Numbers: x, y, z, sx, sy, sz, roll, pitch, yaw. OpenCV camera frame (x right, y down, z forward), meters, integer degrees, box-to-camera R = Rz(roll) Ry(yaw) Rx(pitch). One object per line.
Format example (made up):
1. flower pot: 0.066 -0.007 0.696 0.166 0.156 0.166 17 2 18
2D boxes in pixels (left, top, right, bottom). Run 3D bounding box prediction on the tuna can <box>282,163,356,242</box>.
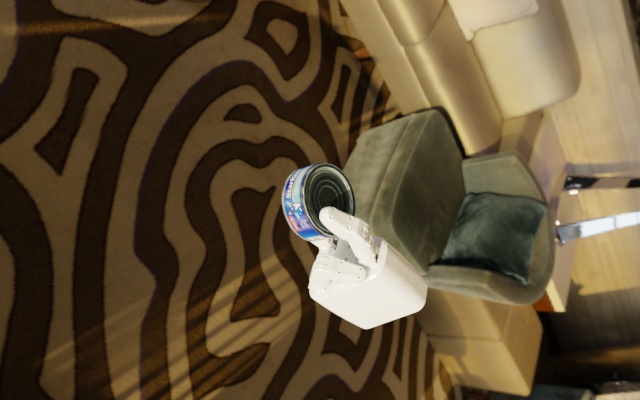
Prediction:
1. tuna can: 0.000 0.002 0.533 0.086 0.086 0.034 0 -10 -45
